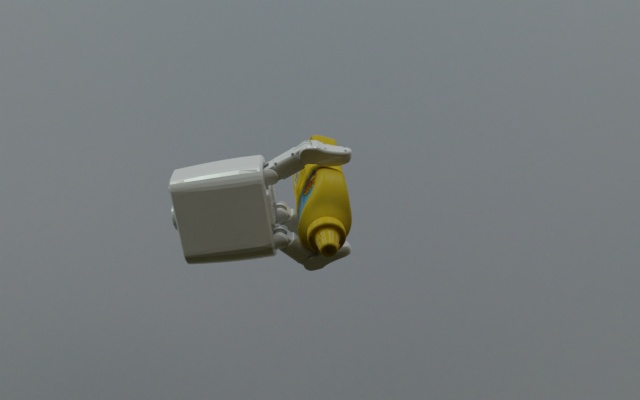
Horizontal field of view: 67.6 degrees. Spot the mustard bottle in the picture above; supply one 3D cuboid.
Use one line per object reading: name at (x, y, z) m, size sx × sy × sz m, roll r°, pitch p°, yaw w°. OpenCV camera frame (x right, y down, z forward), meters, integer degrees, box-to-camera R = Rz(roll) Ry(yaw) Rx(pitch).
mustard bottle at (0.000, 0.002, 0.563) m, size 0.058 × 0.096 × 0.191 m, roll 13°, pitch 28°, yaw -12°
